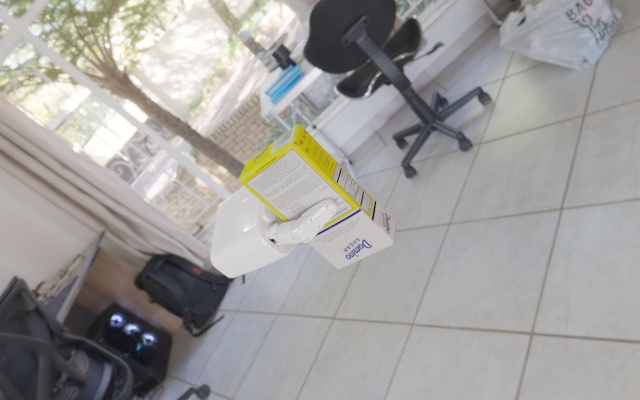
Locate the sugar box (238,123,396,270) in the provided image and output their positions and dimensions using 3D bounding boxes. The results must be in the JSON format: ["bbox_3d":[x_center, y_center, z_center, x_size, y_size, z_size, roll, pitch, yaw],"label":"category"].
[{"bbox_3d":[0.000,0.001,0.566,0.093,0.048,0.176,-30,-60,33],"label":"sugar box"}]
